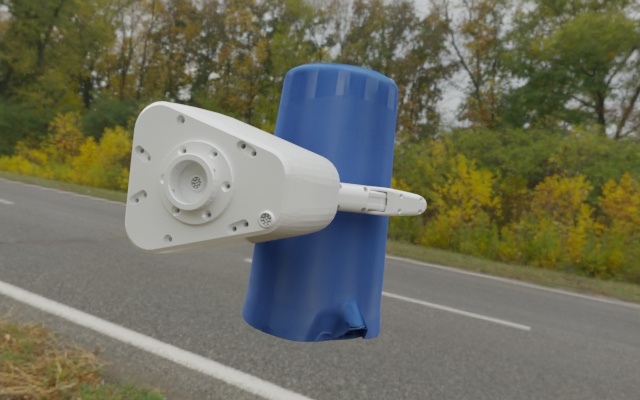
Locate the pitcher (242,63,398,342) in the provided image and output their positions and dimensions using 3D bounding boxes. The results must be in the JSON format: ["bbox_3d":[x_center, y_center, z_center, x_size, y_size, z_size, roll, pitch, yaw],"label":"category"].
[{"bbox_3d":[0.000,0.002,0.465,0.149,0.243,0.145,8,2,19],"label":"pitcher"}]
